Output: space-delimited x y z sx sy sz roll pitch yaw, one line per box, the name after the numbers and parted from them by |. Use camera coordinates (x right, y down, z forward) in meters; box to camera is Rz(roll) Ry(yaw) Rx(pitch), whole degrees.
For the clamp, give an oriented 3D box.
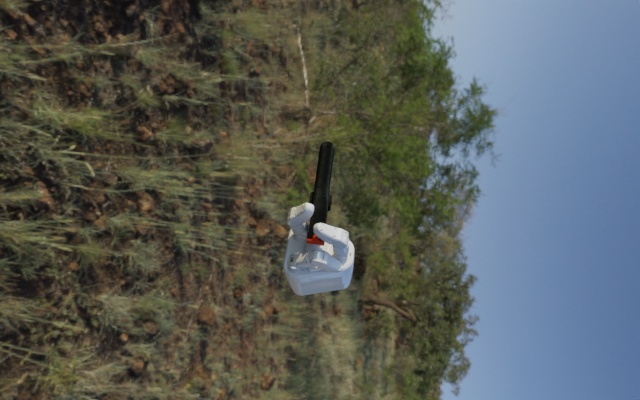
0.001 0.003 0.783 0.039 0.171 0.120 6 -29 6 | clamp
